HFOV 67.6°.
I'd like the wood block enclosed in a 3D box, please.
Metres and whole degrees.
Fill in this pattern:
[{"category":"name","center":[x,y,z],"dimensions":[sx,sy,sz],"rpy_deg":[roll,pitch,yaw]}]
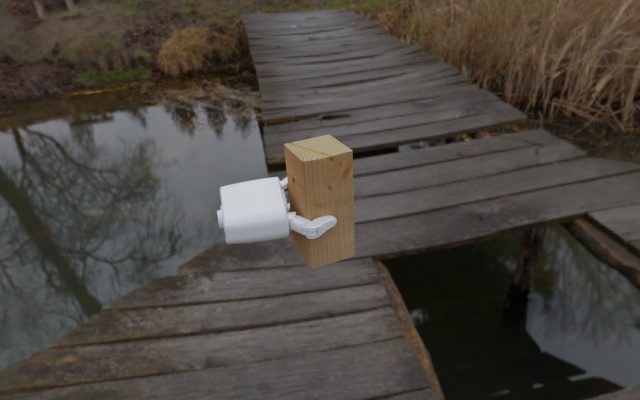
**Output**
[{"category":"wood block","center":[0.000,0.003,0.838],"dimensions":[0.090,0.206,0.090],"rpy_deg":[-15,30,-20]}]
